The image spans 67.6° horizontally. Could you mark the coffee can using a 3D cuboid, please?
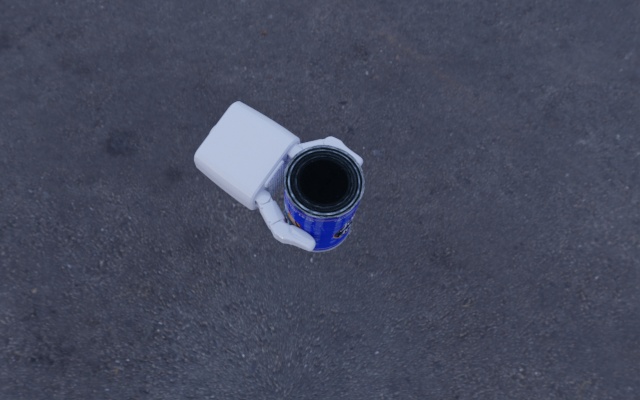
[{"bbox_3d":[0.000,0.002,0.658,0.103,0.102,0.140,0,-23,-4],"label":"coffee can"}]
